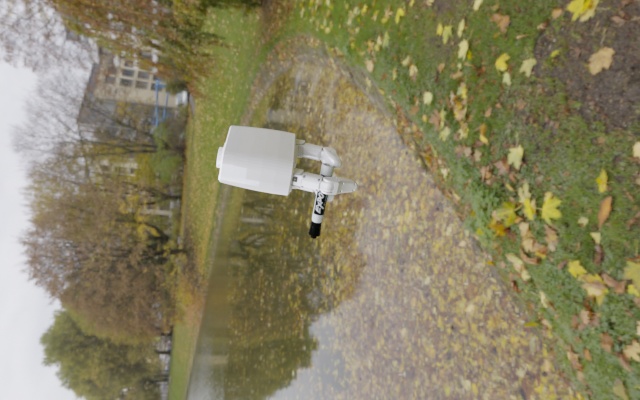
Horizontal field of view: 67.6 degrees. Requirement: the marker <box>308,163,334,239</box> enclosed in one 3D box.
[{"bbox_3d":[0.000,0.002,0.734,0.020,0.121,0.020,10,19,-4],"label":"marker"}]
